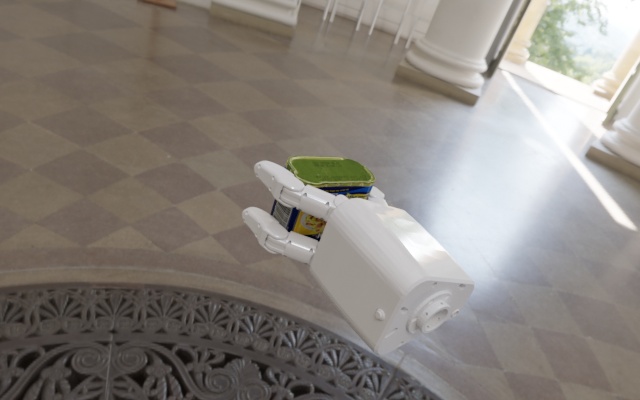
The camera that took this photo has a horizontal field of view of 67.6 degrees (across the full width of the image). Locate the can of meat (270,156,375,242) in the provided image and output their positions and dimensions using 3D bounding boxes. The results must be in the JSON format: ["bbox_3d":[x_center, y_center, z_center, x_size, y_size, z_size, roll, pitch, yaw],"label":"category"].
[{"bbox_3d":[0.000,0.001,0.506,0.102,0.084,0.057,-3,37,-34],"label":"can of meat"}]
